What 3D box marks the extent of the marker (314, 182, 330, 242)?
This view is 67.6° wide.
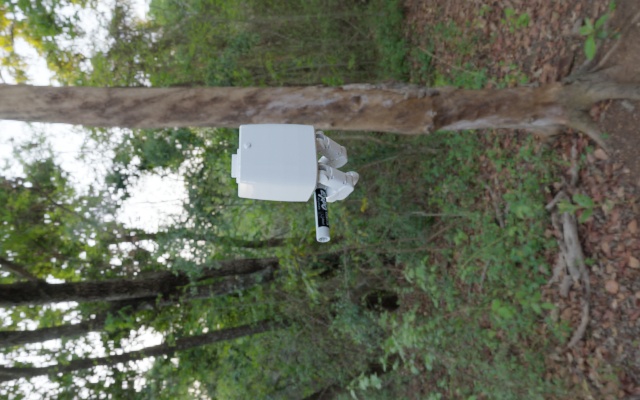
[{"bbox_3d":[0.000,0.002,0.693,0.020,0.121,0.020,-3,-31,-2],"label":"marker"}]
